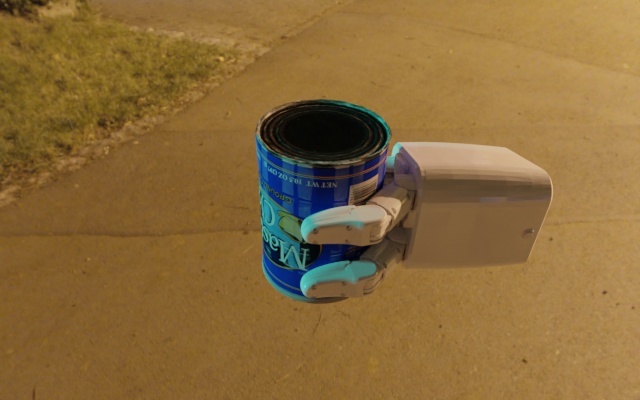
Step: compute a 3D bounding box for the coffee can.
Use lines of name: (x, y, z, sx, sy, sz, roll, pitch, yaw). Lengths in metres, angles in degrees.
coffee can: (0.000, 0.001, 0.401, 0.103, 0.140, 0.102, 2, 37, -1)
